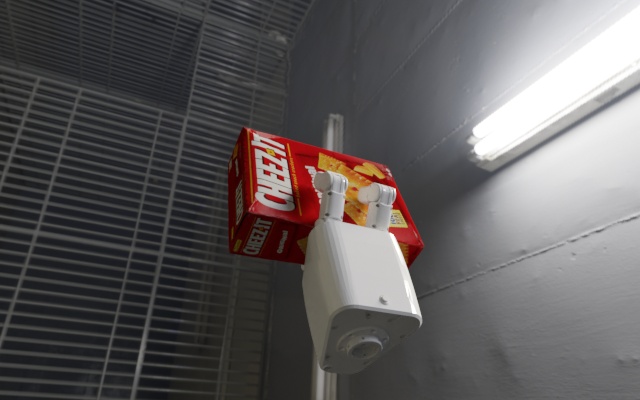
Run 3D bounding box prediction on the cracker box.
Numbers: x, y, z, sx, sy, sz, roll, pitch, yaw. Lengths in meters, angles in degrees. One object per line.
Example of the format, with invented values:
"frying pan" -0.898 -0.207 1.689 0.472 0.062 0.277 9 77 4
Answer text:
"cracker box" 0.000 0.002 0.583 0.214 0.072 0.164 13 36 -21
